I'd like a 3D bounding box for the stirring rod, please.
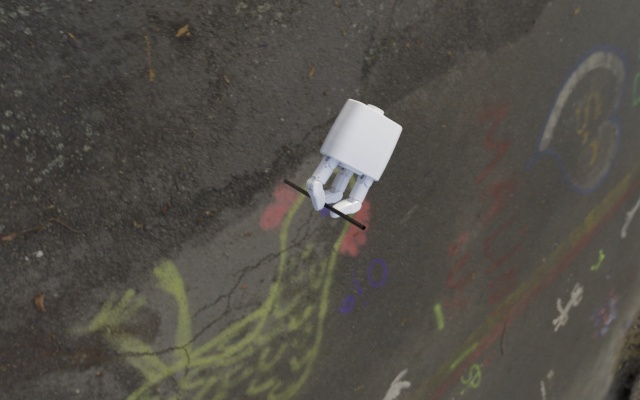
[{"bbox_3d":[0.000,0.003,0.855,0.011,0.011,0.239,0,20,-38],"label":"stirring rod"}]
